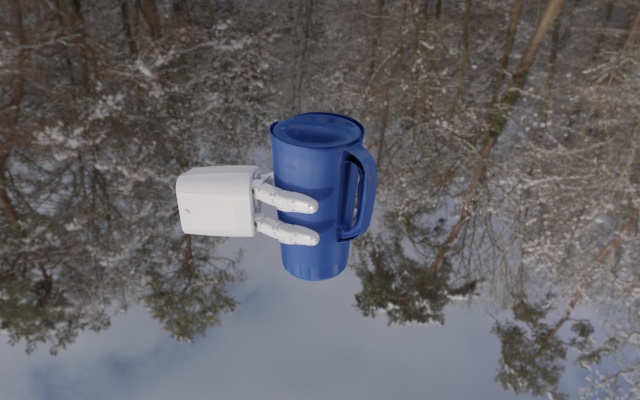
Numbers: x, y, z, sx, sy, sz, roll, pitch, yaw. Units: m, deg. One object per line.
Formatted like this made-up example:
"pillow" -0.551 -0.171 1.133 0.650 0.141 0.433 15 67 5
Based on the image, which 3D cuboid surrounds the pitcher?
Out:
"pitcher" 0.000 0.002 0.712 0.145 0.243 0.149 0 30 -1
